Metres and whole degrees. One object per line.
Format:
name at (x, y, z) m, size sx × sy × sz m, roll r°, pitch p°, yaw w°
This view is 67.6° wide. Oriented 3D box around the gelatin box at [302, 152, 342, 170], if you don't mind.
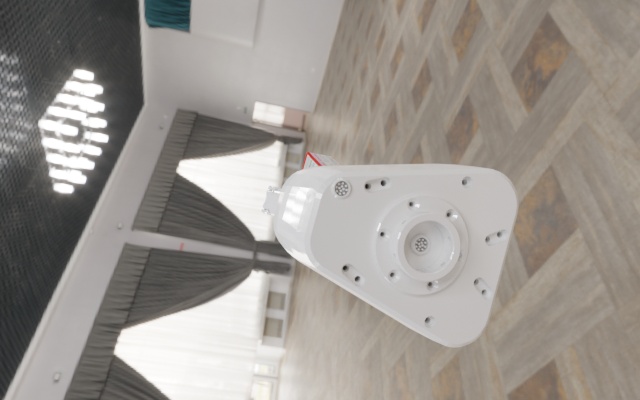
gelatin box at (0.000, 0.001, 0.427) m, size 0.030 × 0.073 × 0.089 m, roll 11°, pitch 13°, yaw -15°
